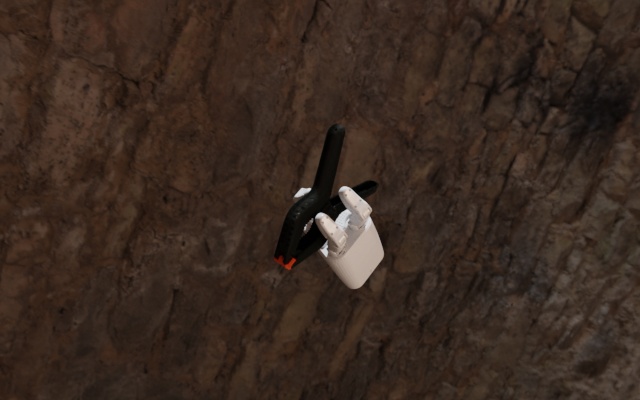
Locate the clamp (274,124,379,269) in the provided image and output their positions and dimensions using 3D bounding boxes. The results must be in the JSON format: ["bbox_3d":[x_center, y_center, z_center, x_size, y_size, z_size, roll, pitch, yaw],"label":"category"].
[{"bbox_3d":[-0.001,0.003,0.695,0.036,0.210,0.165,26,-22,39],"label":"clamp"}]
